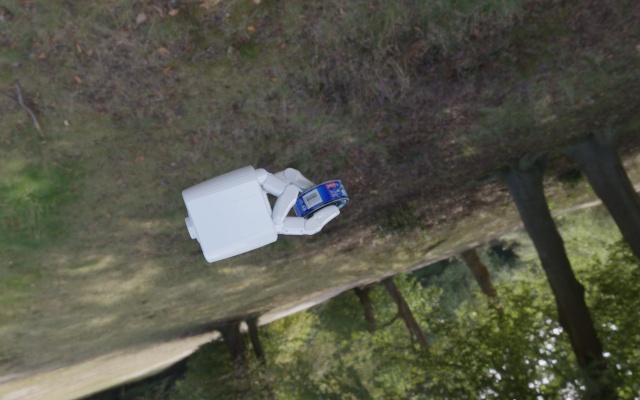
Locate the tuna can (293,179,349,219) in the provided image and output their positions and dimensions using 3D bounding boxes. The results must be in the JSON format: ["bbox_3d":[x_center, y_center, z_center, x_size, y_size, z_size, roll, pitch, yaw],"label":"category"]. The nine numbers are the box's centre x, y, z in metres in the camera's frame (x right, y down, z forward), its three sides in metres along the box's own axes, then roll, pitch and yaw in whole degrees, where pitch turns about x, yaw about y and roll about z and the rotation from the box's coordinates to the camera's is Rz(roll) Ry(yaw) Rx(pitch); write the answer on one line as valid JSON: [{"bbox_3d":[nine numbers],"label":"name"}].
[{"bbox_3d":[0.000,0.003,0.746,0.086,0.033,0.086,-24,-14,-6],"label":"tuna can"}]
